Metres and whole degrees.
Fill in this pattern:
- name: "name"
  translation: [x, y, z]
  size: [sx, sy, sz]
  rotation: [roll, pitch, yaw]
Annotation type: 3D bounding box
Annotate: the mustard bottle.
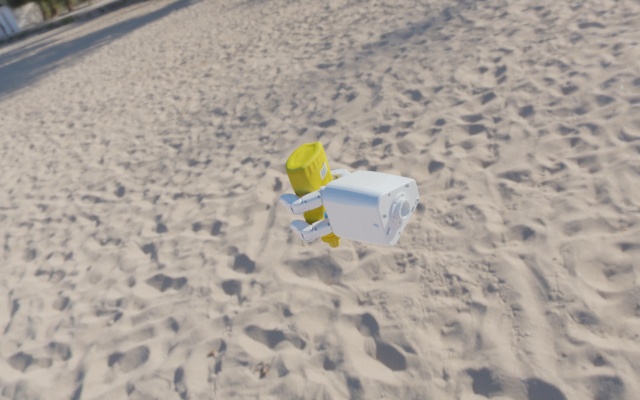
- name: "mustard bottle"
  translation: [0.000, 0.002, 0.822]
  size: [0.058, 0.192, 0.096]
  rotation: [-6, 32, 22]
